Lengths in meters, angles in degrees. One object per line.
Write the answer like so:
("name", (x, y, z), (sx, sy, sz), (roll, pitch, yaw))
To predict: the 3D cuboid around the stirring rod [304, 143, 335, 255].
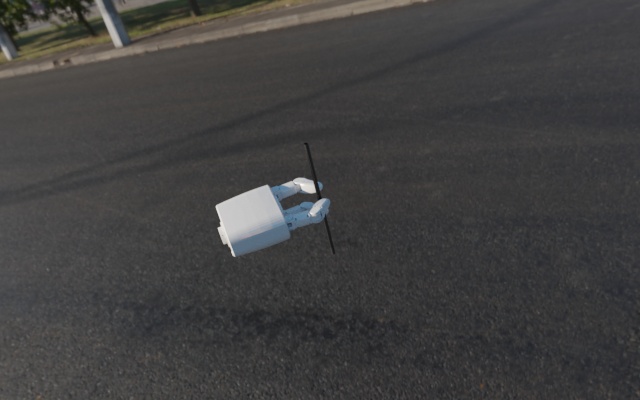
("stirring rod", (0.000, 0.003, 0.888), (0.011, 0.240, 0.011), (-11, 29, 6))
